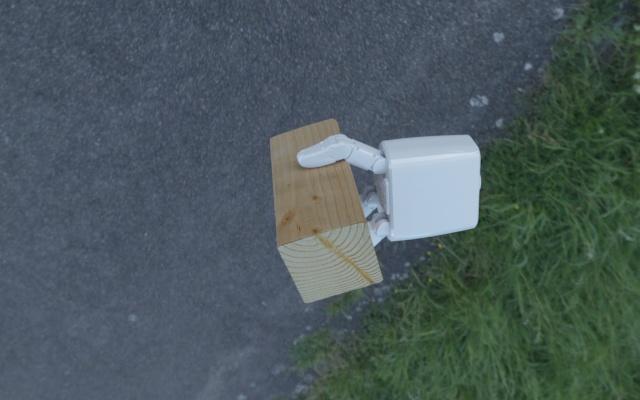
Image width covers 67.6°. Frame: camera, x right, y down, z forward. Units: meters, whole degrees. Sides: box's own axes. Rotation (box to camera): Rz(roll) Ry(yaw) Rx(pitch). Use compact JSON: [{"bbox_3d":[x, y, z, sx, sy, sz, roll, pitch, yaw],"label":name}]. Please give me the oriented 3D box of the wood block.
[{"bbox_3d":[0.000,0.002,0.555,0.090,0.091,0.206,-17,38,4],"label":"wood block"}]
